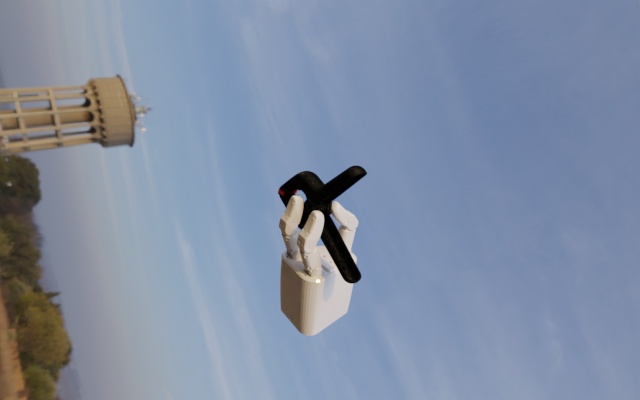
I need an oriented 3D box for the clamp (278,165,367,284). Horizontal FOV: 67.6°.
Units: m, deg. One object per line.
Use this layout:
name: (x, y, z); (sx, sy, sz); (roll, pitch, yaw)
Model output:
clamp: (0.000, 0.002, 0.697); (0.036, 0.165, 0.210); (-9, 28, -32)
